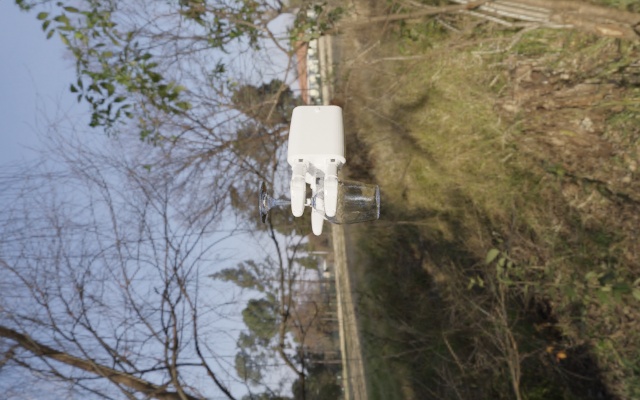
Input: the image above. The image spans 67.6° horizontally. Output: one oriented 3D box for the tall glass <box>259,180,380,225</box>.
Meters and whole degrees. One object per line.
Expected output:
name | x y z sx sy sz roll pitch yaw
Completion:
tall glass | -0.001 0.003 0.827 0.201 0.079 0.079 0 0 4
